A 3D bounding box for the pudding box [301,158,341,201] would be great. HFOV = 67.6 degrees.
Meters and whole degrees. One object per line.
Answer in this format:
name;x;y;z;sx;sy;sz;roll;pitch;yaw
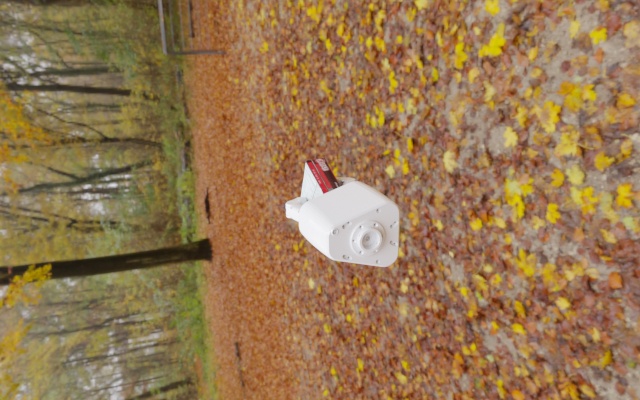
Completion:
pudding box;0.000;0.003;0.766;0.039;0.114;0.090;-7;46;-21
